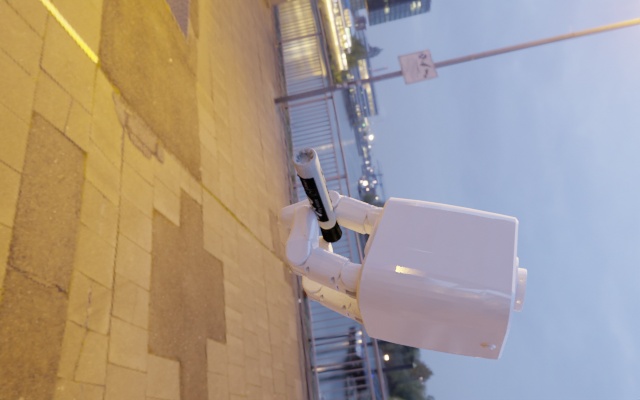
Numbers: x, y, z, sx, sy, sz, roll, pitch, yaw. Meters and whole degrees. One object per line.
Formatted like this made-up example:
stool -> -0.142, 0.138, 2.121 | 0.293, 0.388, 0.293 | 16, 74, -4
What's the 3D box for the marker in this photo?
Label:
marker -> 0.000, 0.001, 0.401 | 0.020, 0.020, 0.121 | 0, -34, 14
